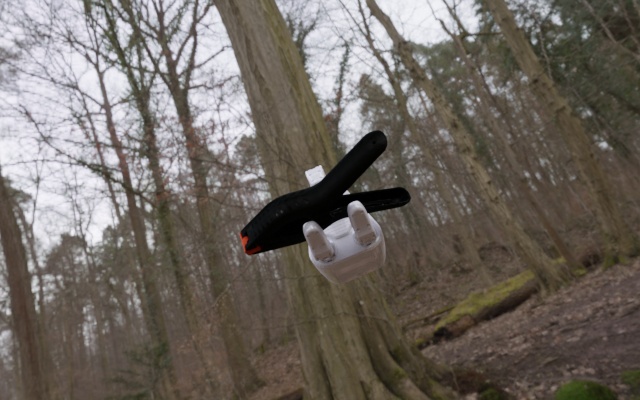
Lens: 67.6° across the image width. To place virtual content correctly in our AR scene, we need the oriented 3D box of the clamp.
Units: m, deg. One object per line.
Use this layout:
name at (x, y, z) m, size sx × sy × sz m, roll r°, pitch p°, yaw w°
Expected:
clamp at (-0.001, 0.001, 0.542) m, size 0.210 × 0.036 × 0.165 m, roll -23°, pitch -29°, yaw 2°
